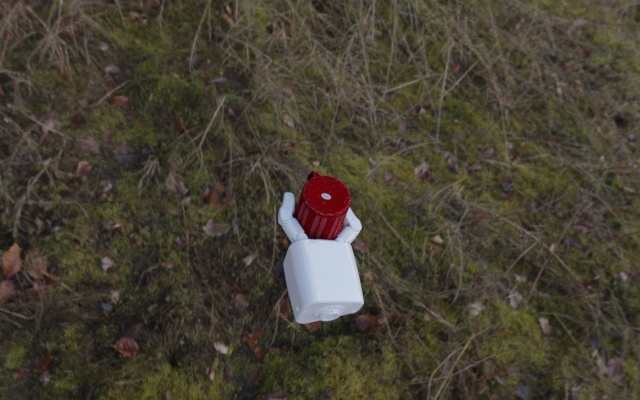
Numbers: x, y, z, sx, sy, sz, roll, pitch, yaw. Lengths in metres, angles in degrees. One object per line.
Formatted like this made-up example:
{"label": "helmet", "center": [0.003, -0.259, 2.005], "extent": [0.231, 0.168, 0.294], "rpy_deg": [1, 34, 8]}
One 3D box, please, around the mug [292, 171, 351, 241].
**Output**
{"label": "mug", "center": [0.000, 0.001, 0.796], "extent": [0.093, 0.117, 0.081], "rpy_deg": [-4, -32, -17]}
